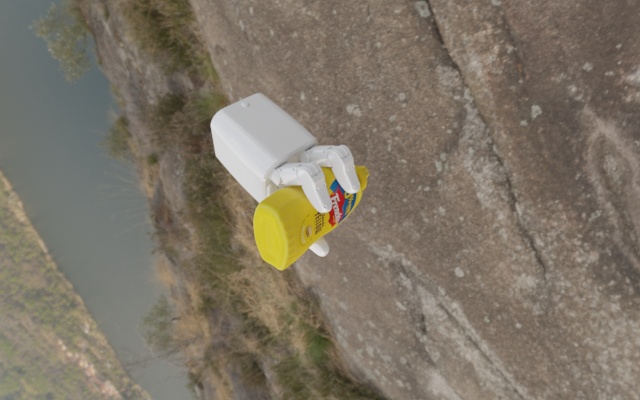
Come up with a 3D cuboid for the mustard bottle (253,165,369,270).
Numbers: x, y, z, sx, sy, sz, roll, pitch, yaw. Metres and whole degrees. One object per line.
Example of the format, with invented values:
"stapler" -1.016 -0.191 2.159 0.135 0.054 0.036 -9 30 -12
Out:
"mustard bottle" 0.000 0.002 0.616 0.058 0.096 0.191 25 43 31
